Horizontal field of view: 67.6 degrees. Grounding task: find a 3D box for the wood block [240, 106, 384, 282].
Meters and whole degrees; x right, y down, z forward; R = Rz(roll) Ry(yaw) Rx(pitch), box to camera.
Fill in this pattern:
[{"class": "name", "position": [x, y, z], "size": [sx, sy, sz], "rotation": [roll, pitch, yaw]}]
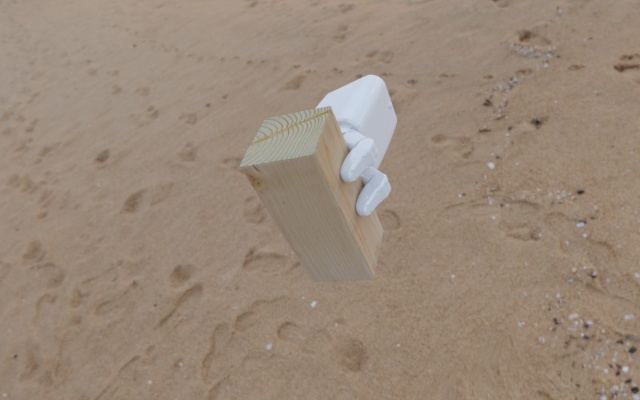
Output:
[{"class": "wood block", "position": [0.000, 0.002, 0.582], "size": [0.091, 0.090, 0.206], "rotation": [-6, -48, 25]}]
